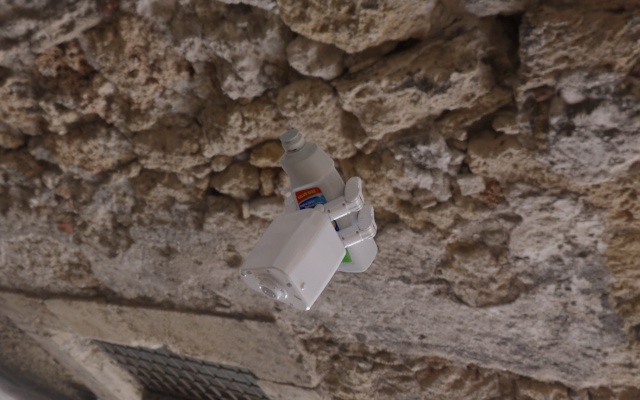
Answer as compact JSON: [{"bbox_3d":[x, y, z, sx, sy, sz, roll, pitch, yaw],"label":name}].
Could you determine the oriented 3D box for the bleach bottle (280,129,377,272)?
[{"bbox_3d":[0.000,0.002,0.718,0.102,0.251,0.068,4,46,38],"label":"bleach bottle"}]
